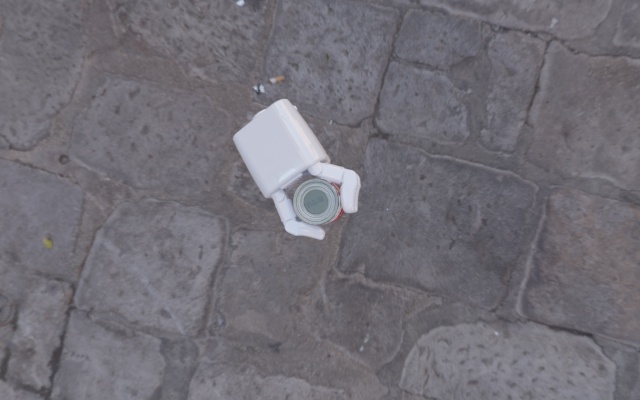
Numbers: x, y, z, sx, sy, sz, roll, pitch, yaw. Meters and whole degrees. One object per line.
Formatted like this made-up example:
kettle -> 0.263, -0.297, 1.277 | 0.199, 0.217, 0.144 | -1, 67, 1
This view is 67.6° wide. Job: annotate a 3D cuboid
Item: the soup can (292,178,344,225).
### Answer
soup can -> 0.000, 0.003, 0.710 | 0.068, 0.068, 0.102 | 0, -1, 8
